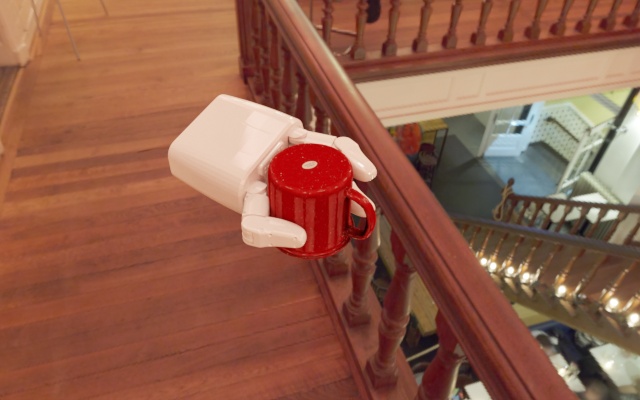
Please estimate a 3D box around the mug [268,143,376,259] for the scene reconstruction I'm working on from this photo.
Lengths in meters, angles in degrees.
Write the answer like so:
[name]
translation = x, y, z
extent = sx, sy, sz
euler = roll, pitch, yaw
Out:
[mug]
translation = 0.001, 0.002, 0.470
extent = 0.117, 0.082, 0.093
euler = 23, 46, 23
